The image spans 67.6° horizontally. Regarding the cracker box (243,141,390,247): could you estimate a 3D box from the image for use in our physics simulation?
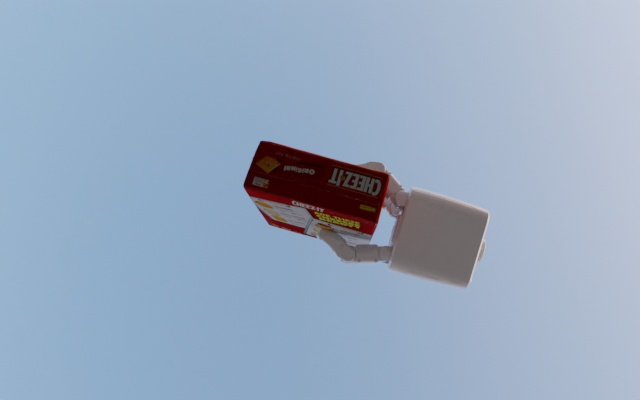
[{"bbox_3d":[0.000,0.002,0.654,0.164,0.072,0.214,15,-14,6],"label":"cracker box"}]
